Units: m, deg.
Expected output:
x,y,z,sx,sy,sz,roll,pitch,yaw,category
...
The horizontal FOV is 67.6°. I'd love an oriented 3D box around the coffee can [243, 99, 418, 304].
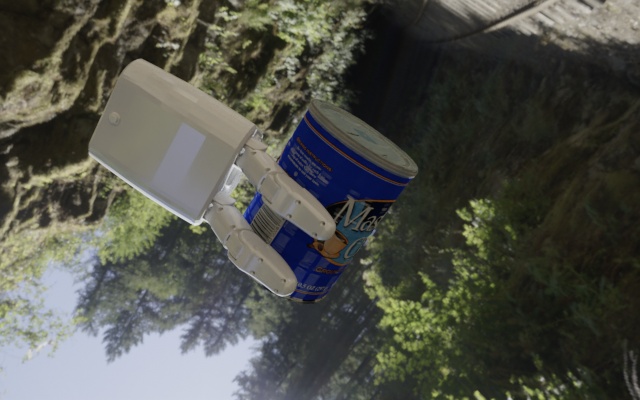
x,y,z,sx,sy,sz,roll,pitch,yaw,category
0.000,0.001,0.406,0.103,0.140,0.102,30,19,-11,coffee can
